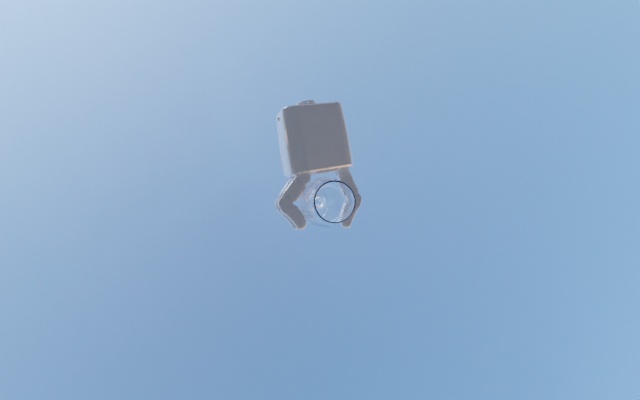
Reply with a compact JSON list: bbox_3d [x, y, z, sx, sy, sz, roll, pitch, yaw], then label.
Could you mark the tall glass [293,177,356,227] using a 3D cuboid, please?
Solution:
[{"bbox_3d":[0.000,0.003,0.778,0.079,0.079,0.201,0,0,-12],"label":"tall glass"}]
